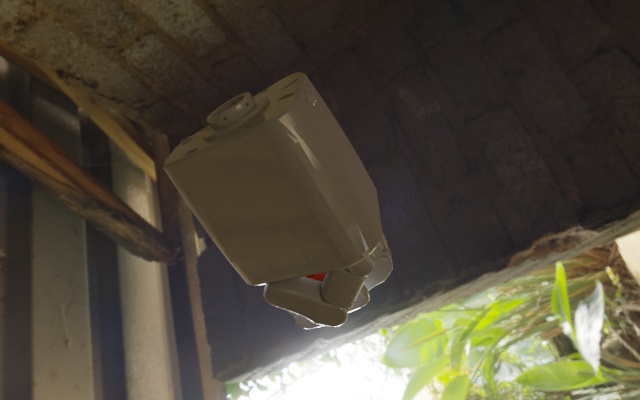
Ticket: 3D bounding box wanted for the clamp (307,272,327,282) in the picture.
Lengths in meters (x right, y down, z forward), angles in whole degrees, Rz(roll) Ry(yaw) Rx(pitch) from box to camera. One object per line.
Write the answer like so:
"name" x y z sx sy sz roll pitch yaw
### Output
"clamp" 0.000 0.002 0.432 0.039 0.120 0.171 -25 25 15
